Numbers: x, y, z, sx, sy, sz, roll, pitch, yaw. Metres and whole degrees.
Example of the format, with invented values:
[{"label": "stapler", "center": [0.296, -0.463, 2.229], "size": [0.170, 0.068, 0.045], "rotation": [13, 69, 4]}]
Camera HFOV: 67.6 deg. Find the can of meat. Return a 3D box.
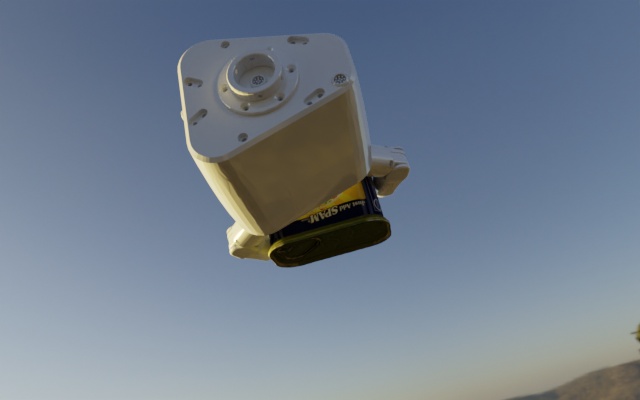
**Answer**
[{"label": "can of meat", "center": [0.000, 0.001, 0.412], "size": [0.102, 0.084, 0.057], "rotation": [-16, -26, 4]}]
